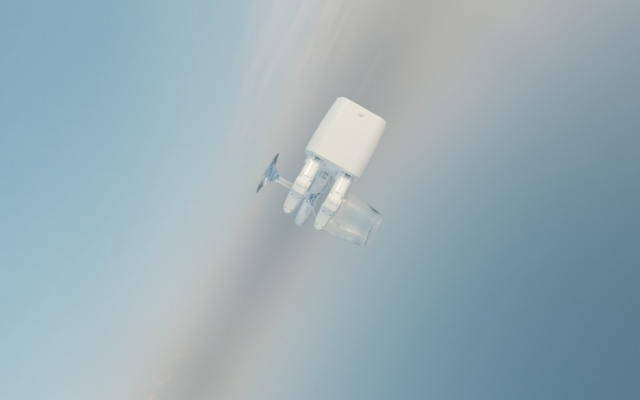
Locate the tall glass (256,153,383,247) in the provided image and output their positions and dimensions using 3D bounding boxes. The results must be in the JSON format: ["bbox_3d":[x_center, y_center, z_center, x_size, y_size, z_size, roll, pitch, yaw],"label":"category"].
[{"bbox_3d":[-0.001,0.002,0.781,0.201,0.079,0.079,29,-1,-2],"label":"tall glass"}]
